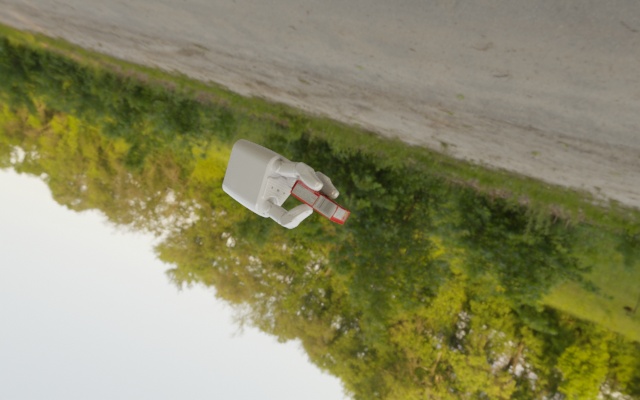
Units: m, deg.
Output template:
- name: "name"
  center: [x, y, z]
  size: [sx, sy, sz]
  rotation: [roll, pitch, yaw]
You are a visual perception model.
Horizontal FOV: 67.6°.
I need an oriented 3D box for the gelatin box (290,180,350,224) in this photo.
- name: "gelatin box"
  center: [0.000, 0.003, 0.813]
  size: [0.089, 0.030, 0.073]
  rotation: [33, 2, 22]
